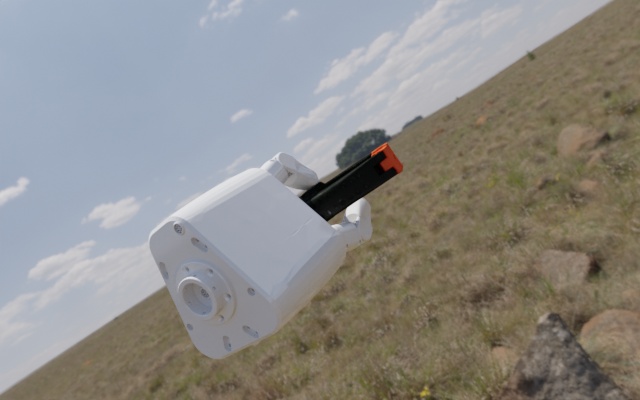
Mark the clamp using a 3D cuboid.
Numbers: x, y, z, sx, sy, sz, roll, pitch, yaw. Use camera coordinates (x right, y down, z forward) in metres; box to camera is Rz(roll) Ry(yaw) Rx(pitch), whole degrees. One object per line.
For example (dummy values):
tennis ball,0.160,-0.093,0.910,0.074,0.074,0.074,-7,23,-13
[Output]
clamp,0.000,0.001,0.492,0.210,0.036,0.164,-33,5,33
